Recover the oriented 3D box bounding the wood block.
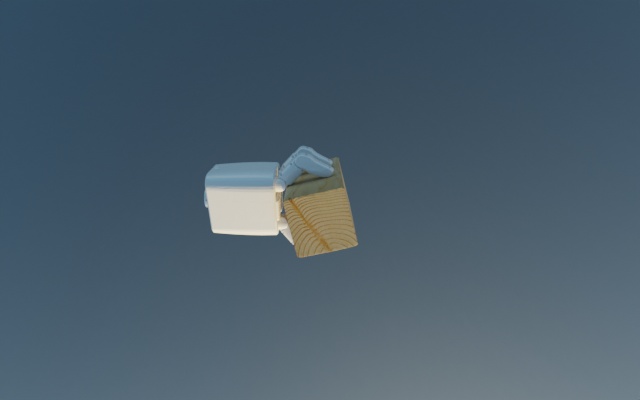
[{"bbox_3d":[0.000,0.003,0.760,0.090,0.091,0.206,-13,16,4],"label":"wood block"}]
